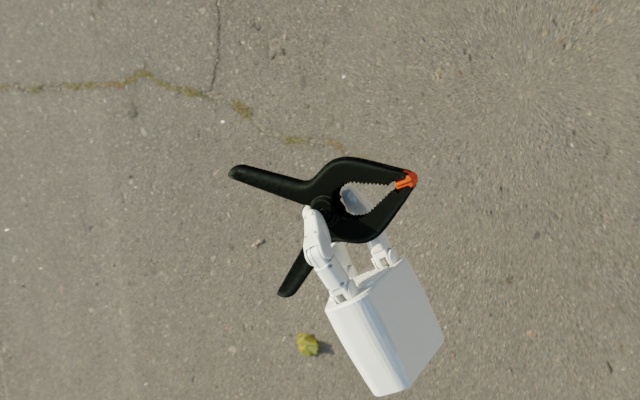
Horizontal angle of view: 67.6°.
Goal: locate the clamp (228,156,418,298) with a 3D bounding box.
[{"bbox_3d":[0.000,0.002,0.519,0.210,0.164,0.036,-27,2,26],"label":"clamp"}]
